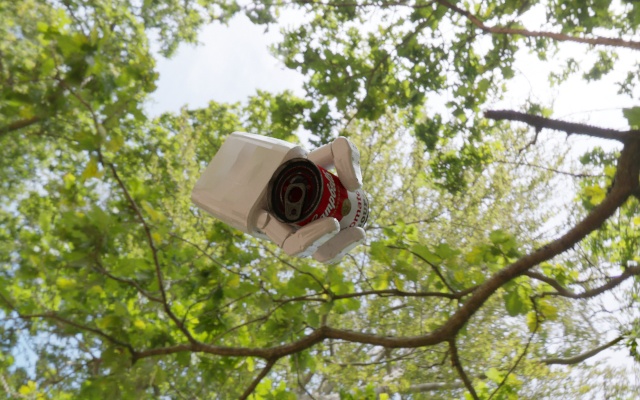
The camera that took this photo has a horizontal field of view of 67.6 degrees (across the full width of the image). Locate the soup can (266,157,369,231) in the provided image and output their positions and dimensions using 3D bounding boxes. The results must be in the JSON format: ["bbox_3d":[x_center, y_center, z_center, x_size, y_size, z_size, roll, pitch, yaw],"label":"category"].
[{"bbox_3d":[0.001,0.002,0.509,0.068,0.068,0.102,0,-13,33],"label":"soup can"}]
